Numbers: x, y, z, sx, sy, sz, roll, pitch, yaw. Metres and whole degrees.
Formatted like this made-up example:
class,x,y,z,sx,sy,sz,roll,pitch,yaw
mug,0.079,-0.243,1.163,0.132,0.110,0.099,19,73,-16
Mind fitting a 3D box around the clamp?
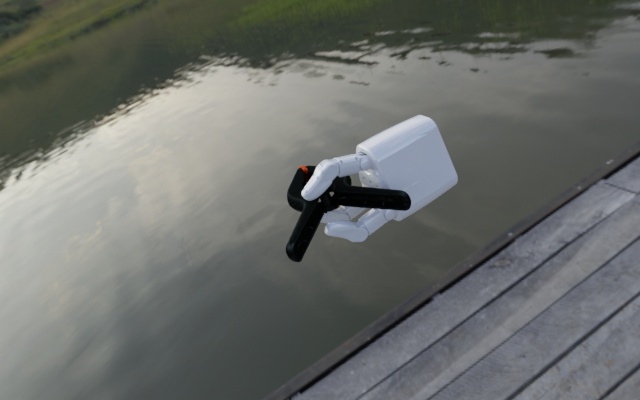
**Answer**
class,x,y,z,sx,sy,sz,roll,pitch,yaw
clamp,0.000,0.001,0.646,0.164,0.036,0.210,-27,29,-14
